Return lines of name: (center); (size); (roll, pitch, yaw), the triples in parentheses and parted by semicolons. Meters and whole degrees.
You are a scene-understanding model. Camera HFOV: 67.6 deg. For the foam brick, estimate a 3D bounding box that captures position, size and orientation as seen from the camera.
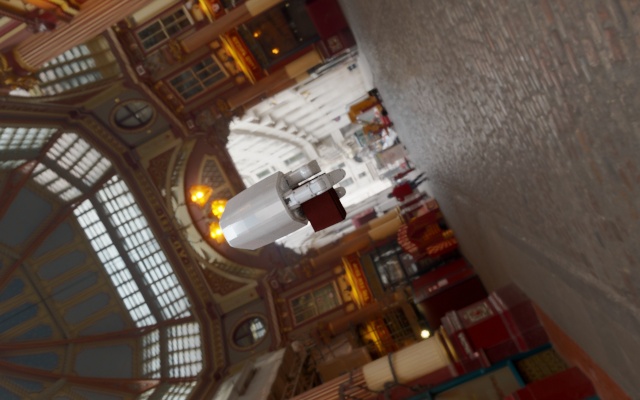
foam brick: (0.000, 0.003, 0.737); (0.051, 0.078, 0.053); (-28, 3, 10)
